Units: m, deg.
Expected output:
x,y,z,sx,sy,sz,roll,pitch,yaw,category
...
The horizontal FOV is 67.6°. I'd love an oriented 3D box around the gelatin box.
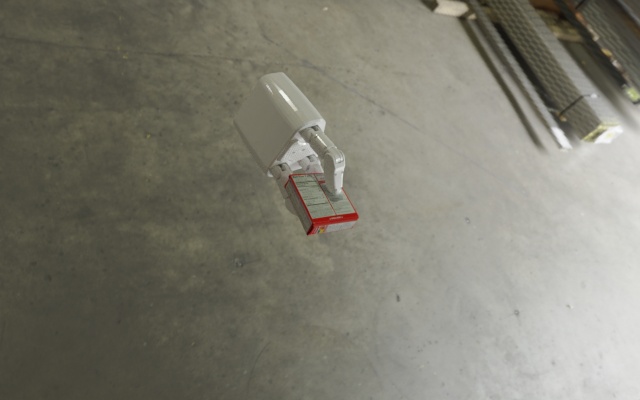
x,y,z,sx,sy,sz,roll,pitch,yaw,category
0.000,0.002,0.657,0.073,0.089,0.030,-7,-38,-31,gelatin box
